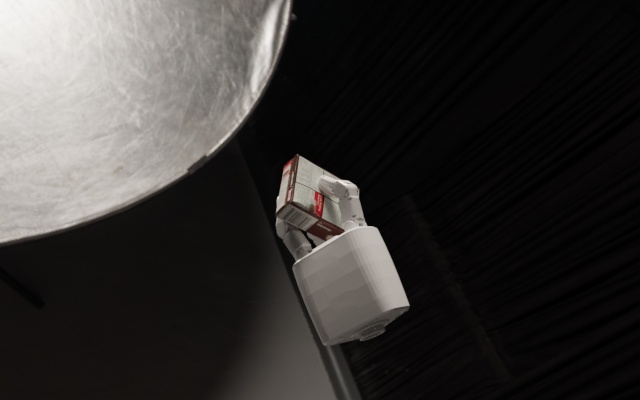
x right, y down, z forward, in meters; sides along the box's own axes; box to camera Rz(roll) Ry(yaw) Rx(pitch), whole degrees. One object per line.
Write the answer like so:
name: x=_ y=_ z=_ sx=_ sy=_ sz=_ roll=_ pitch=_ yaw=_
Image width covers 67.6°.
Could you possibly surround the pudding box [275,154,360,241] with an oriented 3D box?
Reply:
pudding box: x=0.000 y=0.002 z=0.641 sx=0.113 sy=0.090 sz=0.039 roll=30 pitch=-47 yaw=-25
